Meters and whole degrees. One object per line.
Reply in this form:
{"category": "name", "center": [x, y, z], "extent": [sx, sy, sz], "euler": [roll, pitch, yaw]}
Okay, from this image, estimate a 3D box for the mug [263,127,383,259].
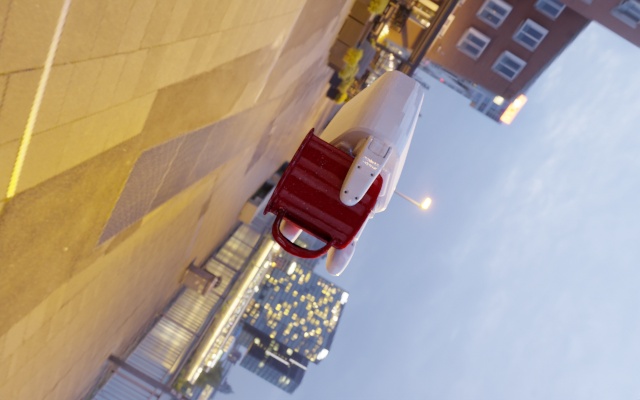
{"category": "mug", "center": [0.000, 0.003, 0.437], "extent": [0.081, 0.117, 0.093], "euler": [30, -35, -3]}
